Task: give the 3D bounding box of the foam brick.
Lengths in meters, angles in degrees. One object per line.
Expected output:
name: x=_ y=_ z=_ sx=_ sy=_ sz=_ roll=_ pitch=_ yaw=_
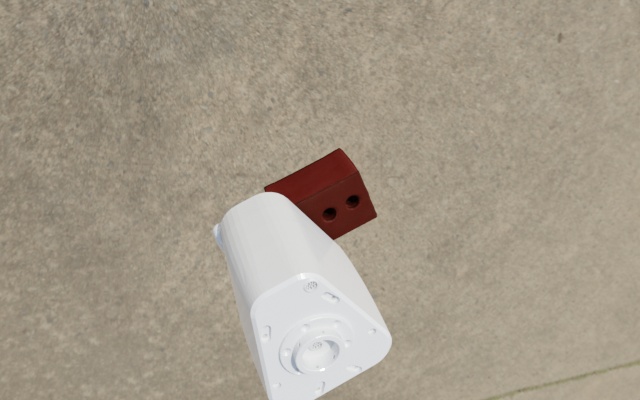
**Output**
foam brick: x=0.000 y=0.001 z=0.412 sx=0.078 sy=0.053 sz=0.051 roll=-29 pitch=32 yaw=-4
